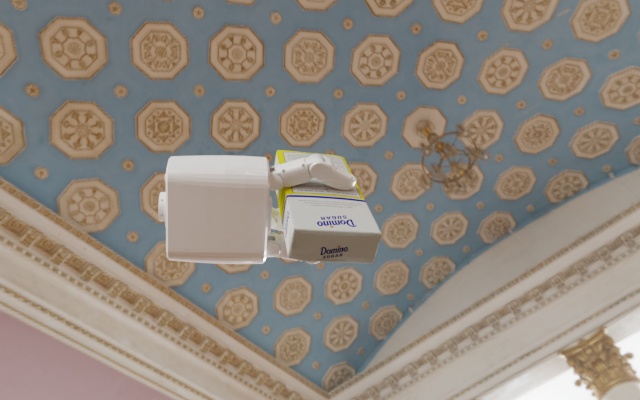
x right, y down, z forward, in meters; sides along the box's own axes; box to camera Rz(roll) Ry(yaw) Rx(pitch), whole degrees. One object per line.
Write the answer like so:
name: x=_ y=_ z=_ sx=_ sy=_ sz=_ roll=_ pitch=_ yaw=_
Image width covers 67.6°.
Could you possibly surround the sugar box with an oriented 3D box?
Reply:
sugar box: x=0.000 y=0.002 z=0.547 sx=0.093 sy=0.048 sz=0.176 roll=4 pitch=33 yaw=-13
